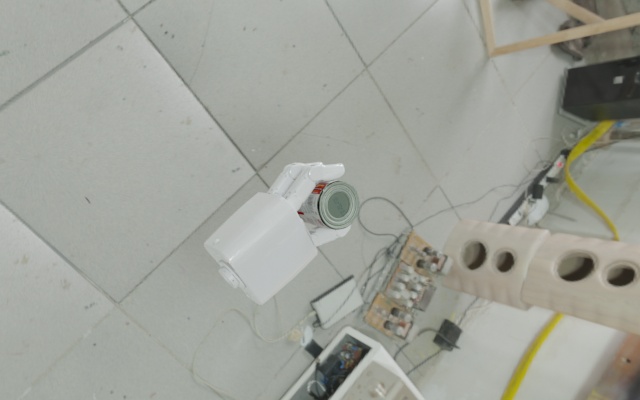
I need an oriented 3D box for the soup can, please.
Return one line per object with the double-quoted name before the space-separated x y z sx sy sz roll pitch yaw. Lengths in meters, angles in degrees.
"soup can" 0.001 0.002 0.677 0.068 0.068 0.102 0 5 -31
